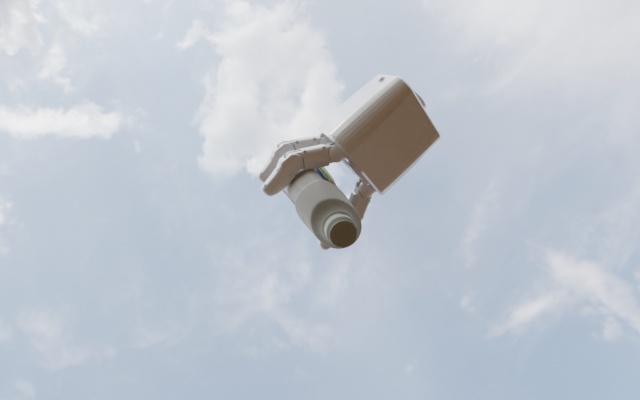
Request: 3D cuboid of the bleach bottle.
[{"bbox_3d":[0.000,0.002,0.582,0.068,0.102,0.250,-42,22,2],"label":"bleach bottle"}]
